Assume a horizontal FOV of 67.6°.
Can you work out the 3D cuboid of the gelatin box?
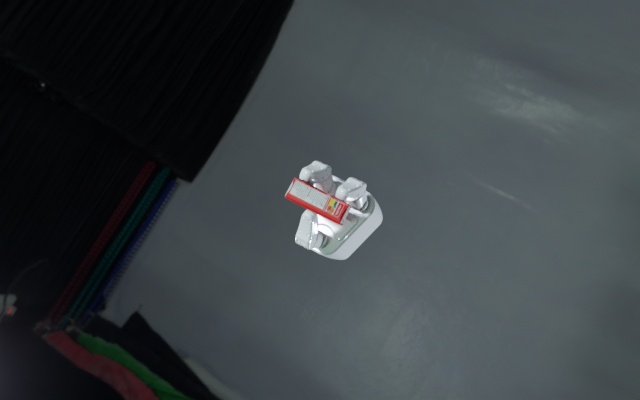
[{"bbox_3d":[0.000,0.002,0.599,0.073,0.030,0.089,27,0,7],"label":"gelatin box"}]
